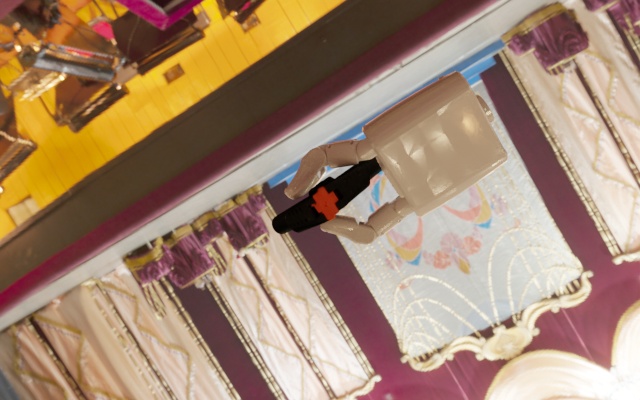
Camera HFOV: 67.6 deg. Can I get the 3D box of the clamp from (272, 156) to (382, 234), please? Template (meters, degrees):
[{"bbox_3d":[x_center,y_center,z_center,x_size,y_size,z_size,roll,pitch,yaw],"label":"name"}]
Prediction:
[{"bbox_3d":[0.001,0.002,0.510,0.164,0.036,0.210,-34,2,10],"label":"clamp"}]
